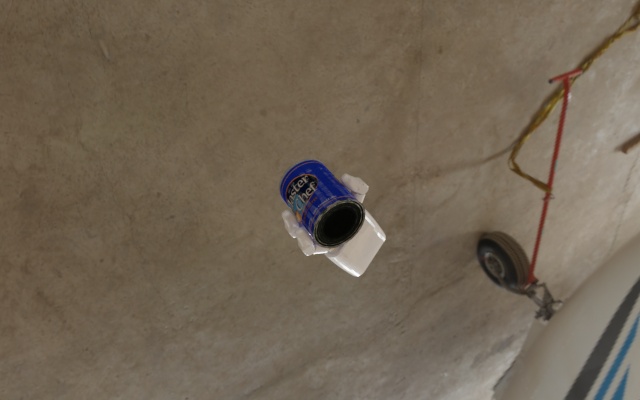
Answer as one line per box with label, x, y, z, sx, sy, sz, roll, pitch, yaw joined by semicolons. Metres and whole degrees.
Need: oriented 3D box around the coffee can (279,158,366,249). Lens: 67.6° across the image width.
coffee can;0.000;0.003;0.852;0.103;0.103;0.140;0;33;-34
